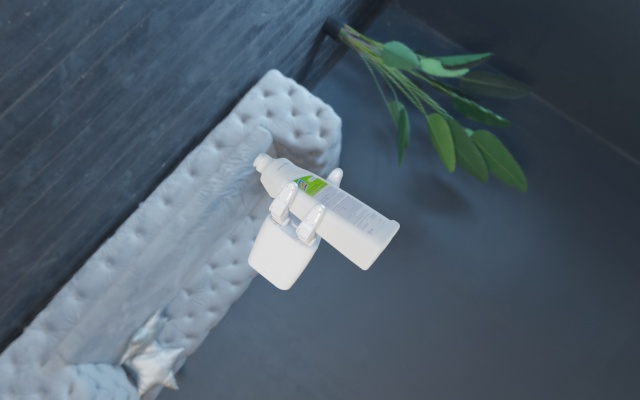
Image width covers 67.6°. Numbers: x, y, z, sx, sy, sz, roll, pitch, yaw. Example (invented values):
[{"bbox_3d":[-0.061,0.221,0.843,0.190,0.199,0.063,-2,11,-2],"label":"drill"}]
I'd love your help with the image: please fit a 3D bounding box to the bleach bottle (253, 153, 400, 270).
[{"bbox_3d":[0.000,0.003,0.776,0.251,0.068,0.102,37,33,12],"label":"bleach bottle"}]
